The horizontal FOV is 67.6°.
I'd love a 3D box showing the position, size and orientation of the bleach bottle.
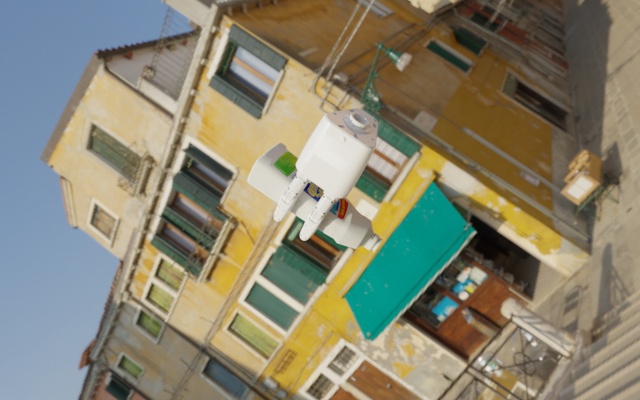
[{"bbox_3d":[0.000,0.003,0.837,0.251,0.068,0.102,35,36,5],"label":"bleach bottle"}]
